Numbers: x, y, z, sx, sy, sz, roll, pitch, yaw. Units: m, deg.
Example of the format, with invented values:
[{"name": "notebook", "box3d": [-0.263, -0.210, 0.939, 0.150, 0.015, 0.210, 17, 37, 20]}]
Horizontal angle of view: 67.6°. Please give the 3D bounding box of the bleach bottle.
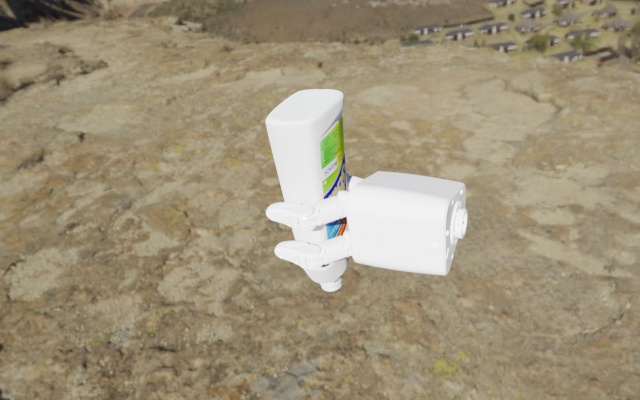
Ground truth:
[{"name": "bleach bottle", "box3d": [0.000, 0.002, 0.580, 0.068, 0.251, 0.102, 7, 35, 25]}]
